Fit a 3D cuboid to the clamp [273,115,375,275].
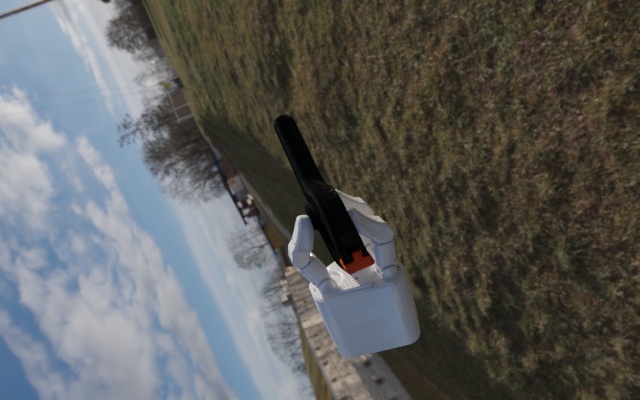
[{"bbox_3d":[0.000,0.002,0.519,0.036,0.165,0.210,-24,28,-7],"label":"clamp"}]
